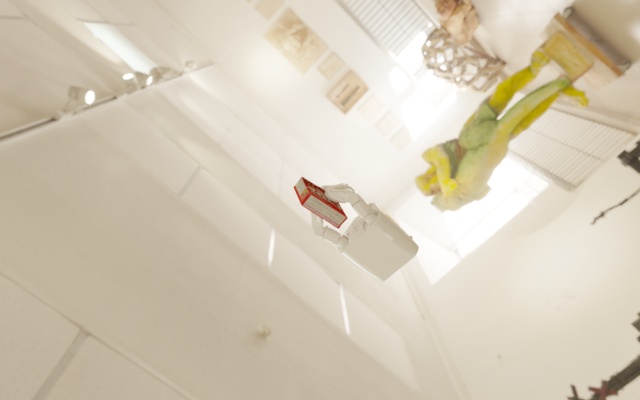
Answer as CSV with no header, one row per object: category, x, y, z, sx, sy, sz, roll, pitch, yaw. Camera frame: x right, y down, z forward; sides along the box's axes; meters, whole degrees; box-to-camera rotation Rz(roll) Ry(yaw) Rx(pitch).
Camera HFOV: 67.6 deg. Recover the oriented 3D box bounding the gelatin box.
gelatin box,0.000,0.003,0.841,0.089,0.030,0.073,32,15,-27
